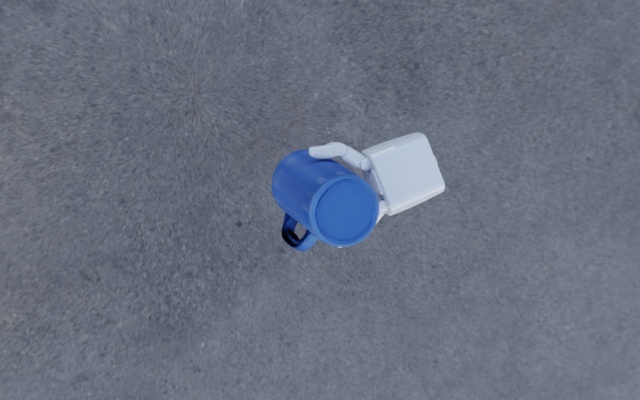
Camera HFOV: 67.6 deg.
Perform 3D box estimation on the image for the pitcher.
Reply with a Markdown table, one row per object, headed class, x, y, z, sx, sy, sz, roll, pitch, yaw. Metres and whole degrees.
| class | x | y | z | sx | sy | sz | roll | pitch | yaw |
| --- | --- | --- | --- | --- | --- | --- | --- | --- | --- |
| pitcher | 0.000 | 0.002 | 0.791 | 0.145 | 0.149 | 0.242 | -20 | 17 | -11 |
